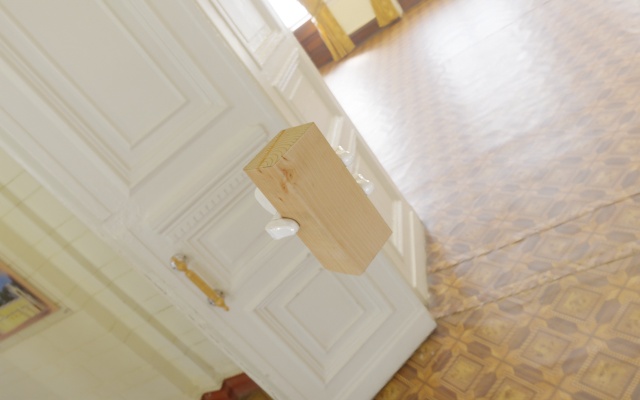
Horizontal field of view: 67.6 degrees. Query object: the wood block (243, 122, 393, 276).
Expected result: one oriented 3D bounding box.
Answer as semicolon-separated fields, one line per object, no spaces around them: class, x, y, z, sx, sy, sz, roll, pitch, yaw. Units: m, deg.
wood block;0.000;0.002;0.681;0.090;0.206;0.090;-50;26;-25
